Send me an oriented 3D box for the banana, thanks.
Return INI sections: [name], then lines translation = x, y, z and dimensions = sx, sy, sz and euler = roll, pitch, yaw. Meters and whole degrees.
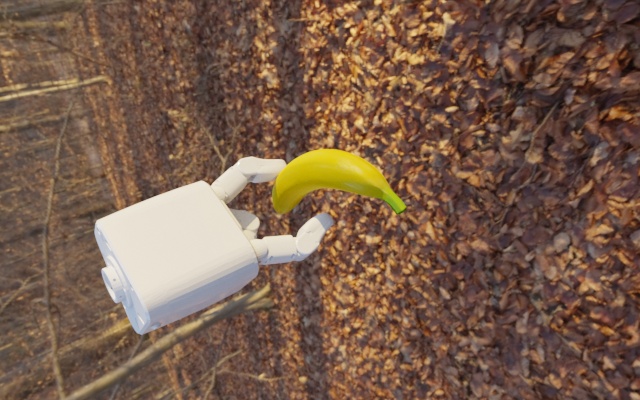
[banana]
translation = -0.003, -0.016, 0.479
dimensions = 0.037, 0.069, 0.198
euler = -24, 14, -34
